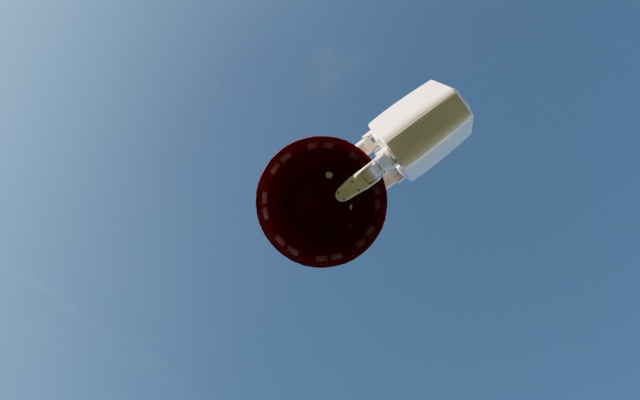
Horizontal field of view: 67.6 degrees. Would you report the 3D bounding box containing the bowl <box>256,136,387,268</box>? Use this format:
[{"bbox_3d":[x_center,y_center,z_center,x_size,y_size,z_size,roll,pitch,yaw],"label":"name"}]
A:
[{"bbox_3d":[-0.001,0.003,0.607,0.162,0.162,0.055,0,-1,-5],"label":"bowl"}]
